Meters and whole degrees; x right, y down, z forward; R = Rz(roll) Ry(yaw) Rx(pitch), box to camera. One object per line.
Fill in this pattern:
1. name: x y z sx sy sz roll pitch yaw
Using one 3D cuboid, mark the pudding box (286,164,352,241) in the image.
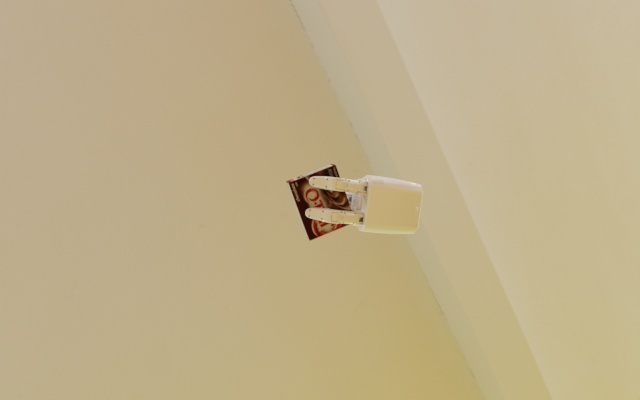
1. pudding box: 0.000 0.003 0.843 0.090 0.113 0.039 -22 10 -10
